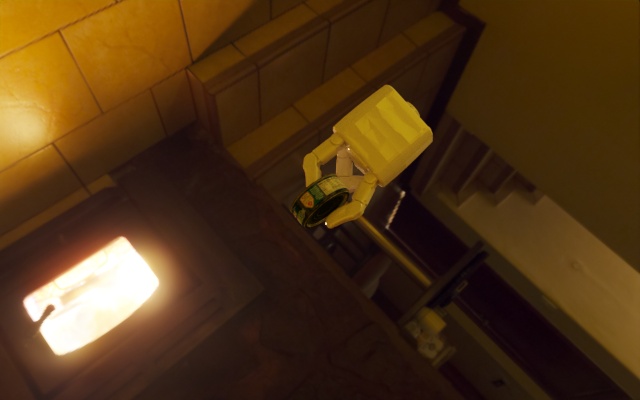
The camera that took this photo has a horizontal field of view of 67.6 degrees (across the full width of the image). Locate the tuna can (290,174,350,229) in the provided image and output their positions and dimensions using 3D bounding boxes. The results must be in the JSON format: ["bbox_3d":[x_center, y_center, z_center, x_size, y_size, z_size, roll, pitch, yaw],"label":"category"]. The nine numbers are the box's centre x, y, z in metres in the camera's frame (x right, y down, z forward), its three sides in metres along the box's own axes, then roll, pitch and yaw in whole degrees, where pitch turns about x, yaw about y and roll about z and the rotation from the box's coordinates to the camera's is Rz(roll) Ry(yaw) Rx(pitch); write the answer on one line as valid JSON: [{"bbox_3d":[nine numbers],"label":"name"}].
[{"bbox_3d":[0.000,0.003,0.691,0.086,0.033,0.086,-35,-18,-13],"label":"tuna can"}]
